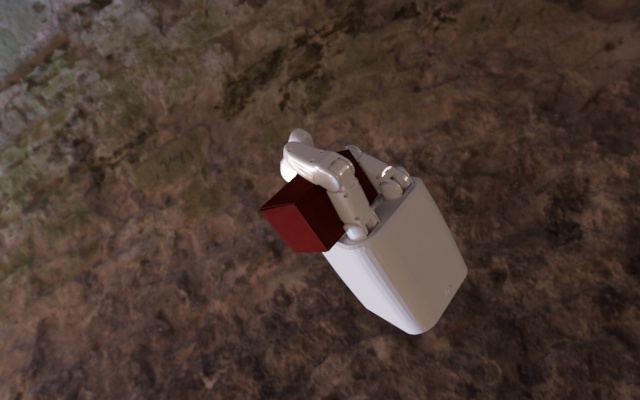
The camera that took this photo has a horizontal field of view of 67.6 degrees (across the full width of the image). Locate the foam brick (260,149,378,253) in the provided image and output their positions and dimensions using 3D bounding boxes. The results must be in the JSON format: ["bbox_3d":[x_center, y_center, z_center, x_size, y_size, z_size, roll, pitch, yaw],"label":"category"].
[{"bbox_3d":[0.000,0.001,0.407,0.053,0.051,0.078,-8,31,52],"label":"foam brick"}]
